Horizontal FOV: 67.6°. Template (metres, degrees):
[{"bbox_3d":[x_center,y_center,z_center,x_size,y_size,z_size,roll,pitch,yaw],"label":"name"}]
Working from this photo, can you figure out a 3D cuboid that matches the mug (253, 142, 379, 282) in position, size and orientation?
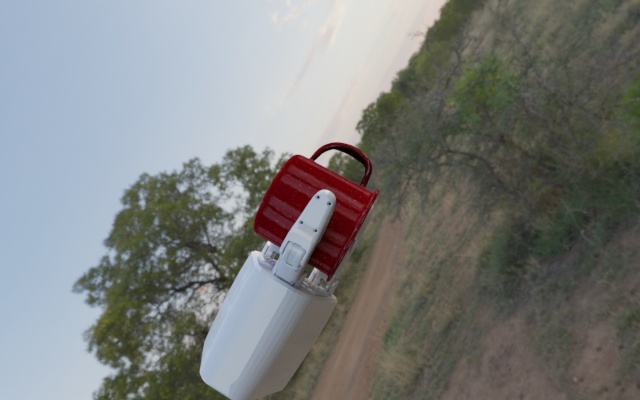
[{"bbox_3d":[0.001,0.000,0.423,0.081,0.117,0.093,29,-4,4],"label":"mug"}]
